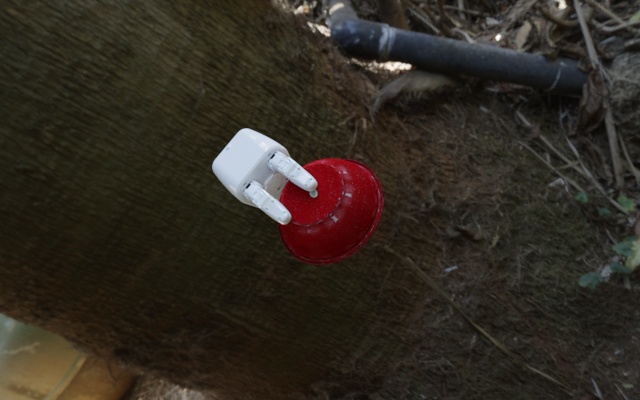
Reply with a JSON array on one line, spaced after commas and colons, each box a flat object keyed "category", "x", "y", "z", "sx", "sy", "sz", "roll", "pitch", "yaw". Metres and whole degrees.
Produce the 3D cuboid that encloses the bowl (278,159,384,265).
[{"category": "bowl", "x": 0.001, "y": 0.002, "z": 0.642, "sx": 0.162, "sy": 0.162, "sz": 0.055, "roll": 0, "pitch": -25, "yaw": 29}]
